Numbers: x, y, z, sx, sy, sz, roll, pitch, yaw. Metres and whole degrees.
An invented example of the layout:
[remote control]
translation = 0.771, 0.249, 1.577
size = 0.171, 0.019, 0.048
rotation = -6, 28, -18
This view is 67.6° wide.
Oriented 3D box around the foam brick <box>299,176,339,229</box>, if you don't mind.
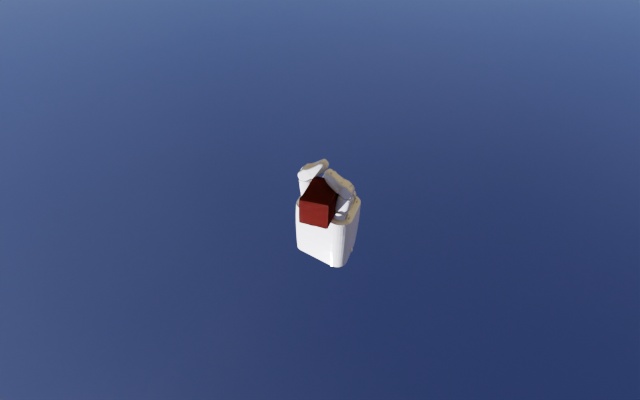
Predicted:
[foam brick]
translation = 0.000, 0.003, 0.810
size = 0.053, 0.051, 0.078
rotation = 14, 36, 13
